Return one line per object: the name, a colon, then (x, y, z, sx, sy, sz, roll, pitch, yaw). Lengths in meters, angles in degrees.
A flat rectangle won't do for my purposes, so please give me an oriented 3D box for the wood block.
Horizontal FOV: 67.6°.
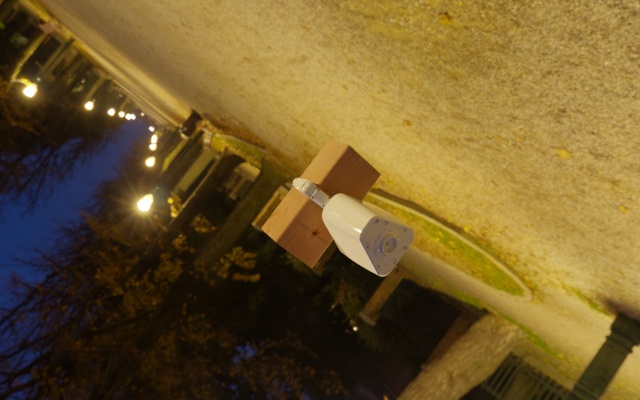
wood block: (0.000, 0.003, 0.857, 0.091, 0.206, 0.090, 39, -5, -26)
